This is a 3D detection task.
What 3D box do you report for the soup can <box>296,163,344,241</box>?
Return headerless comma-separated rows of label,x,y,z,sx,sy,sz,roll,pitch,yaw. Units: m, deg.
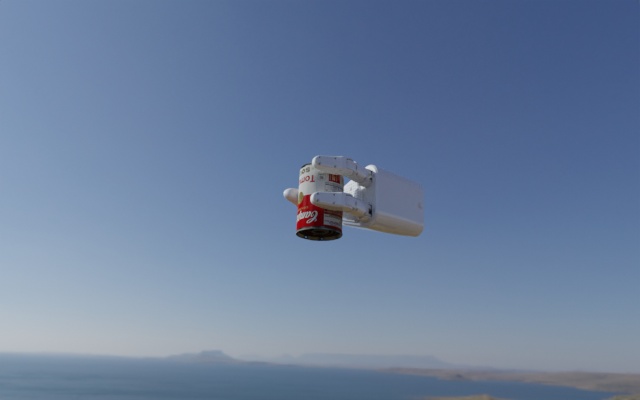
soup can,0.000,0.002,0.706,0.068,0.102,0.068,2,-19,1
